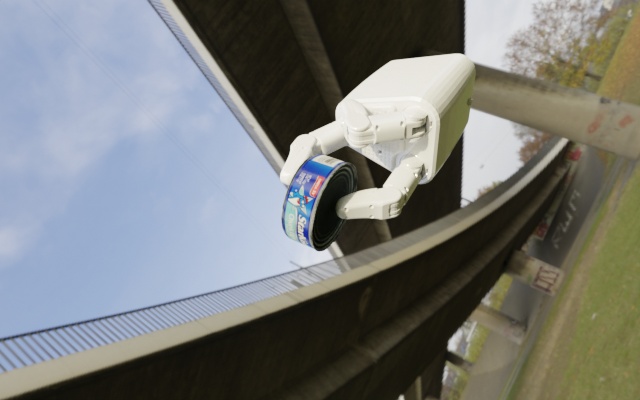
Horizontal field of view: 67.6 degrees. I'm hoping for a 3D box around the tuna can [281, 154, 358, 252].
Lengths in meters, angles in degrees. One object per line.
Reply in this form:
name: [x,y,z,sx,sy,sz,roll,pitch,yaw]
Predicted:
tuna can: [0.000,0.001,0.441,0.033,0.086,0.086,21,8,23]
